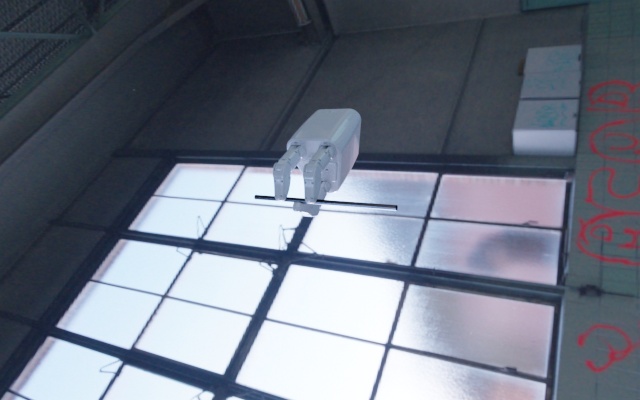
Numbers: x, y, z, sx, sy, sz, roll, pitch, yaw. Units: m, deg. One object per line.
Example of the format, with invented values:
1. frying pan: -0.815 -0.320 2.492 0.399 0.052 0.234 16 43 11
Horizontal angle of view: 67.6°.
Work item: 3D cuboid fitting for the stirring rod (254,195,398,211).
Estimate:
1. stirring rod: 0.000 0.002 0.719 0.239 0.011 0.011 4 2 28
